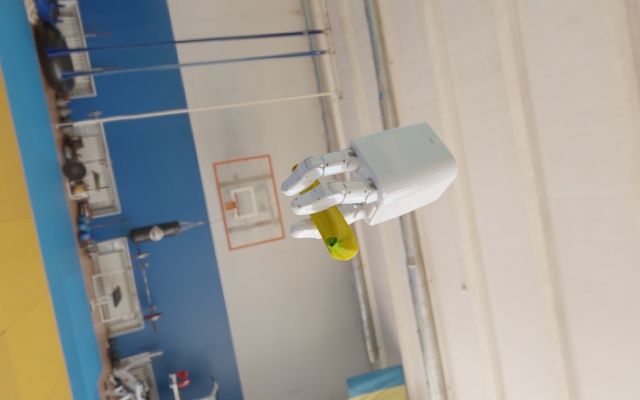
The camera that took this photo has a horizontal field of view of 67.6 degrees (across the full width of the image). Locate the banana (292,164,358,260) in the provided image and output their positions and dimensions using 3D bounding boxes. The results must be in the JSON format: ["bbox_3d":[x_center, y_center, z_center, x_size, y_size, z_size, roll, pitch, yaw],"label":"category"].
[{"bbox_3d":[0.007,0.018,0.588,0.037,0.070,0.197,-26,32,-3],"label":"banana"}]
